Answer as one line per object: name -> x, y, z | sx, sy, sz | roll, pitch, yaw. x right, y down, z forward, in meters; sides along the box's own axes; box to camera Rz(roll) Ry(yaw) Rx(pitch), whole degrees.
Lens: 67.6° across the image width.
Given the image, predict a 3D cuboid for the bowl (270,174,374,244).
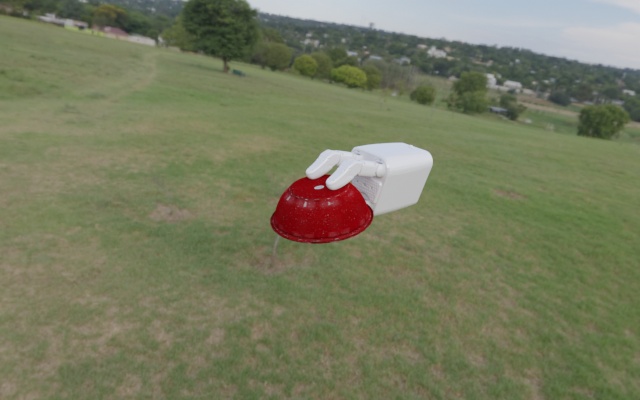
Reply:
bowl -> -0.001, 0.003, 0.731 | 0.162, 0.055, 0.162 | -4, 26, 2
